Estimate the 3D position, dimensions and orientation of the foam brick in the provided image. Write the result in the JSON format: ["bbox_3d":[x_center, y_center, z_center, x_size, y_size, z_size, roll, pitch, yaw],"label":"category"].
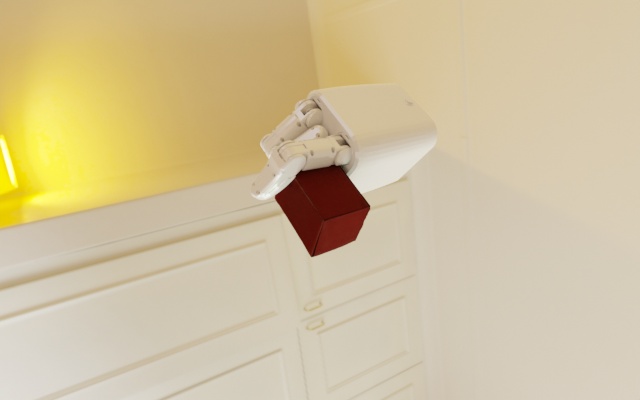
[{"bbox_3d":[0.000,0.002,0.439,0.051,0.078,0.053,-15,-36,-29],"label":"foam brick"}]
